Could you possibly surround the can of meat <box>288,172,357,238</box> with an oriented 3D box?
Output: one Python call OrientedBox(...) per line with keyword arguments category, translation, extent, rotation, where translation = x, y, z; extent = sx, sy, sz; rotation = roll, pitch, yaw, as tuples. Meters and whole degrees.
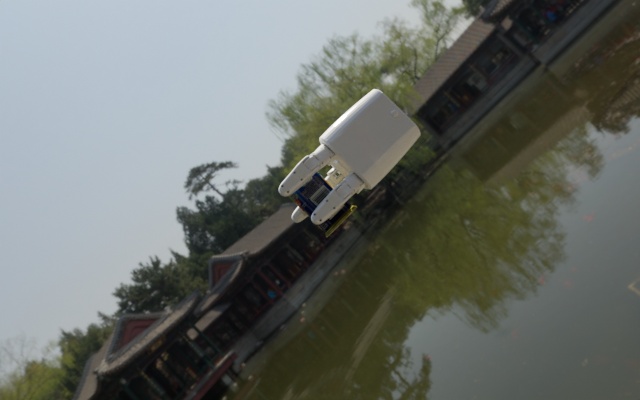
OrientedBox(category="can of meat", translation=(0.000, 0.002, 0.664), extent=(0.057, 0.084, 0.102), rotation=(-45, -3, -2))
